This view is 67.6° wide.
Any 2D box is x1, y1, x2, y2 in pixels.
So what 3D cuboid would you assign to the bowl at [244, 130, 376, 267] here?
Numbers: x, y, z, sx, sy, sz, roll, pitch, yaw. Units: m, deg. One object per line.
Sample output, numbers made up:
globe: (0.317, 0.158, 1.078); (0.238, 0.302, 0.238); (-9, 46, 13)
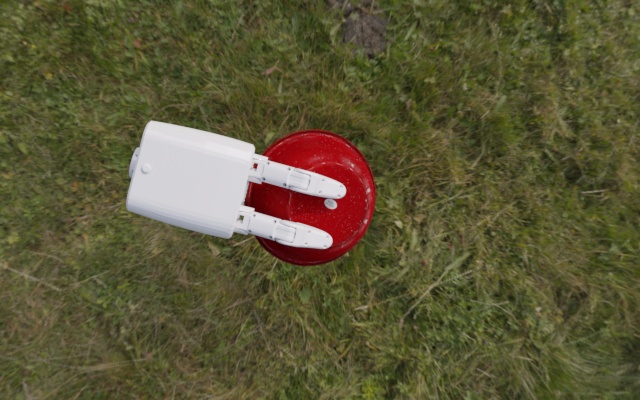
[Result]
bowl: (0.001, 0.002, 0.535); (0.162, 0.162, 0.055); (0, 8, -20)
